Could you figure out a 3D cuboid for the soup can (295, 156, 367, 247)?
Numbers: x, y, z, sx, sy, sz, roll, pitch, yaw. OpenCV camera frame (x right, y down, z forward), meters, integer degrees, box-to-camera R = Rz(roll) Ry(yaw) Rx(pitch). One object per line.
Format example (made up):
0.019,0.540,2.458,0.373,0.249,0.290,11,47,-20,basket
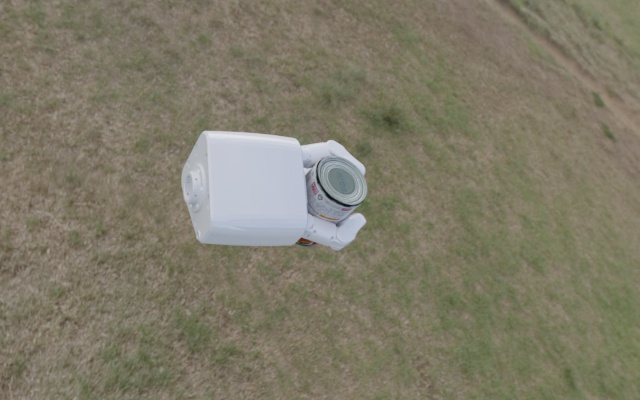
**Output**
0.001,0.002,0.562,0.068,0.068,0.102,0,-30,-34,soup can
